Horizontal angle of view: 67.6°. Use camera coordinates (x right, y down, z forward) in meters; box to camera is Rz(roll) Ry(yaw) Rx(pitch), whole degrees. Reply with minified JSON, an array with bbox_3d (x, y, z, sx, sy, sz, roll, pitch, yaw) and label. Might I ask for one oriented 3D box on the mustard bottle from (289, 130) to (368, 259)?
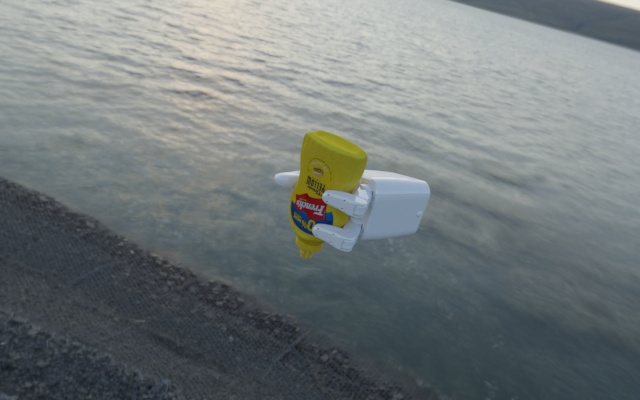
[{"bbox_3d":[0.000,0.002,0.695,0.096,0.192,0.058,30,30,28],"label":"mustard bottle"}]
